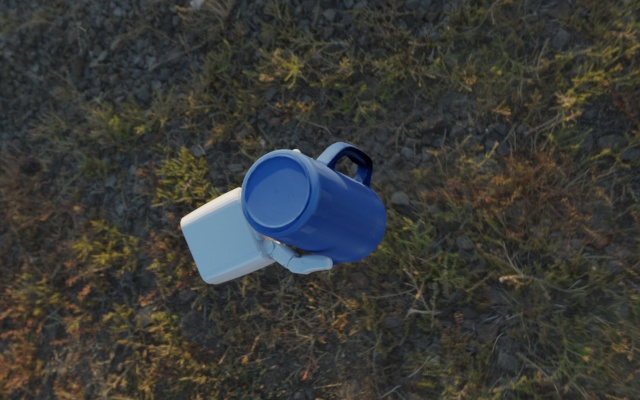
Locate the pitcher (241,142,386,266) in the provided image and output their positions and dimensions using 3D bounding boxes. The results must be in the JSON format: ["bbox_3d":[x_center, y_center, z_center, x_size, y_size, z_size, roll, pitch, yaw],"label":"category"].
[{"bbox_3d":[0.000,0.002,0.666,0.145,0.149,0.243,-22,-19,18],"label":"pitcher"}]
